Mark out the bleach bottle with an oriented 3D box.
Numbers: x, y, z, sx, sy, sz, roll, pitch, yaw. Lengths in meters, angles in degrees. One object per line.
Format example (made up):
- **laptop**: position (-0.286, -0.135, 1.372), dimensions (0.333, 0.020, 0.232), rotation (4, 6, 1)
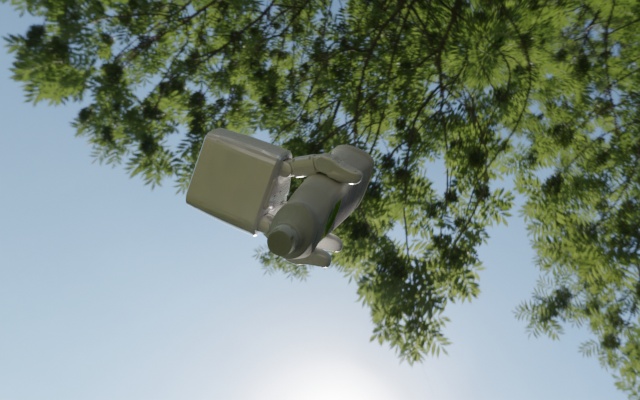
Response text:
- **bleach bottle**: position (0.000, 0.002, 0.604), dimensions (0.068, 0.103, 0.250), rotation (22, 22, 12)
